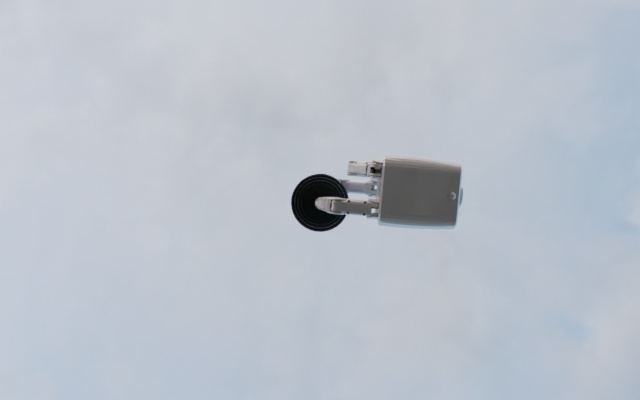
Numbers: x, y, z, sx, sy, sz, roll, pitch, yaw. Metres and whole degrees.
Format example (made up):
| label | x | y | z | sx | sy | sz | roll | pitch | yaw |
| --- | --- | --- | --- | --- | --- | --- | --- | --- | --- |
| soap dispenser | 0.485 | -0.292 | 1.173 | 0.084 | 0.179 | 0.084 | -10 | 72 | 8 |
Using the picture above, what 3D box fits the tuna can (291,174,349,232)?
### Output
| label | x | y | z | sx | sy | sz | roll | pitch | yaw |
| --- | --- | --- | --- | --- | --- | --- | --- | --- | --- |
| tuna can | 0.000 | 0.002 | 0.716 | 0.086 | 0.086 | 0.034 | 0 | 5 | 3 |
